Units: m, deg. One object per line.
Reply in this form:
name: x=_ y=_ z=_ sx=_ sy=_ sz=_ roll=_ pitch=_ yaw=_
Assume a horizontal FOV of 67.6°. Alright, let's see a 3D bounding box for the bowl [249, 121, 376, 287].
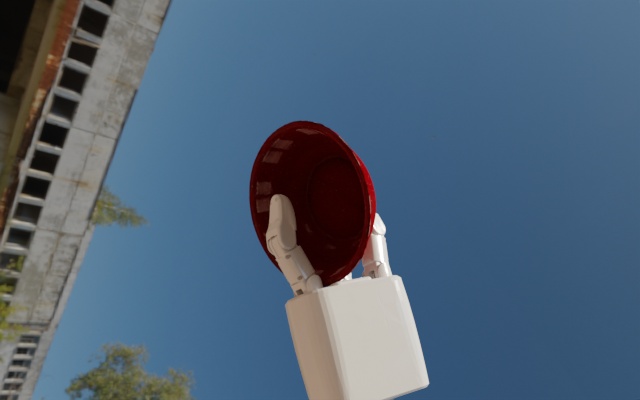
bowl: x=0.000 y=0.000 z=0.479 sx=0.162 sy=0.162 sz=0.055 roll=0 pitch=8 yaw=42
